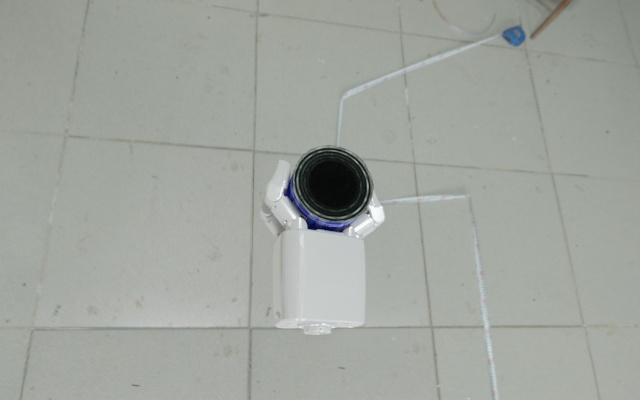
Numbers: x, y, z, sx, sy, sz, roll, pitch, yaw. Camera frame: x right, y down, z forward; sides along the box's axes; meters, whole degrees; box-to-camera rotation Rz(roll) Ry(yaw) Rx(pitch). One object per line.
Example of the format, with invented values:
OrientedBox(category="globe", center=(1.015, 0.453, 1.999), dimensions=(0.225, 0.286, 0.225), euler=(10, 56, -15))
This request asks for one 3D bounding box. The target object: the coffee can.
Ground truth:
OrientedBox(category="coffee can", center=(0.000, 0.002, 0.643), dimensions=(0.103, 0.102, 0.140), euler=(0, -20, -14))
